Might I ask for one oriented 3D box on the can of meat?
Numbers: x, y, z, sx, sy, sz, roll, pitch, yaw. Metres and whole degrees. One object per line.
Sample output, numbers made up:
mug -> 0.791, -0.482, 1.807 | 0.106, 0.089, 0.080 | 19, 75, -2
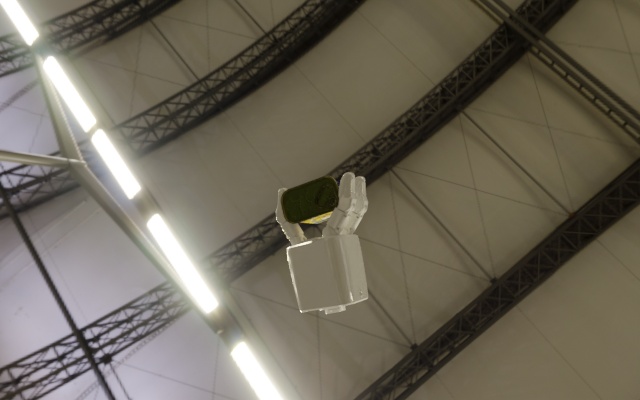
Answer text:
can of meat -> 0.000, 0.003, 0.784 | 0.102, 0.057, 0.084 | -19, -12, 22
